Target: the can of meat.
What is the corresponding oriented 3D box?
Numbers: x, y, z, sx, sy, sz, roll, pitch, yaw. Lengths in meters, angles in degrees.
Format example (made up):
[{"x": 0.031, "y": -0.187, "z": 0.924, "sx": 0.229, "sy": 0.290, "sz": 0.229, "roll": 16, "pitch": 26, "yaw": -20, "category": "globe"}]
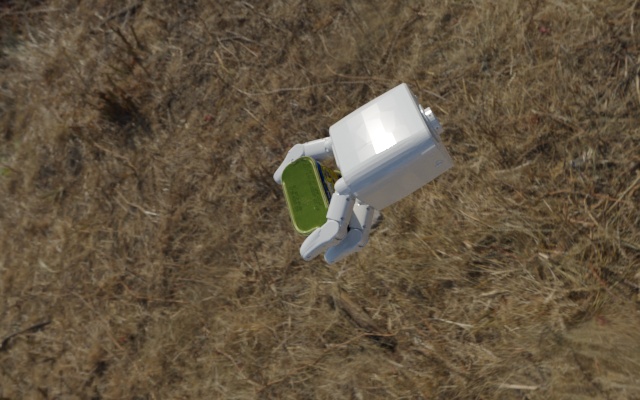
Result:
[{"x": 0.000, "y": 0.002, "z": 0.598, "sx": 0.057, "sy": 0.102, "sz": 0.084, "roll": -26, "pitch": -24, "yaw": 21, "category": "can of meat"}]
